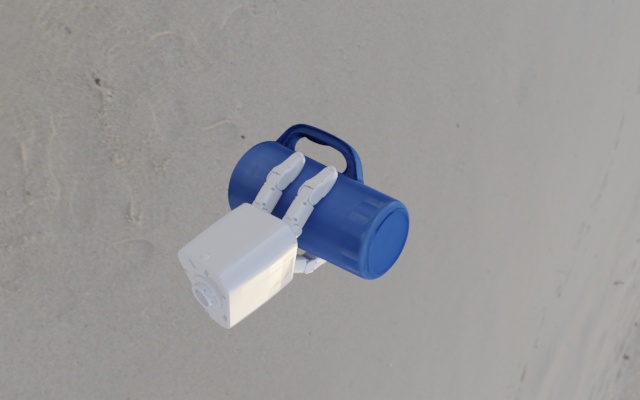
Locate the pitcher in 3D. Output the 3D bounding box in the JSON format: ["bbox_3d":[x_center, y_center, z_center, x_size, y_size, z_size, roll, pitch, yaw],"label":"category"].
[{"bbox_3d":[0.000,0.002,0.660,0.242,0.149,0.145,24,45,35],"label":"pitcher"}]
